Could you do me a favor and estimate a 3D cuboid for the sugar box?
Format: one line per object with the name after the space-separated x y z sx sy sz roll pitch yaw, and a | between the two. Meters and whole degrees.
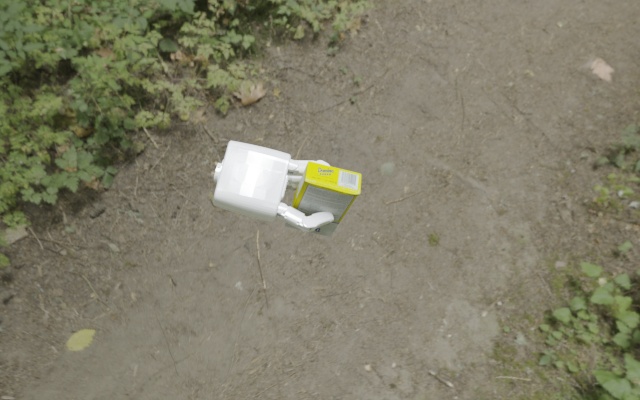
0.000 0.002 0.831 0.093 0.048 0.176 14 -28 -9 | sugar box
